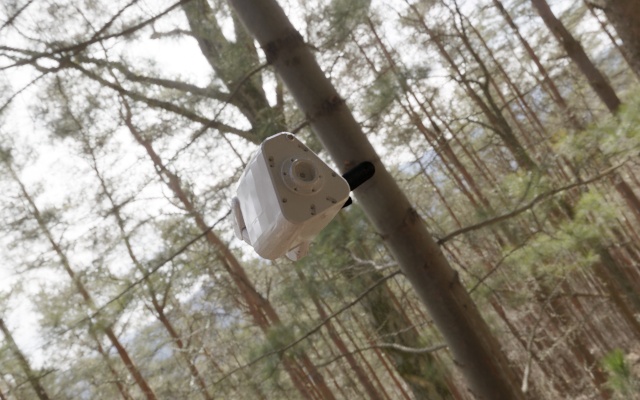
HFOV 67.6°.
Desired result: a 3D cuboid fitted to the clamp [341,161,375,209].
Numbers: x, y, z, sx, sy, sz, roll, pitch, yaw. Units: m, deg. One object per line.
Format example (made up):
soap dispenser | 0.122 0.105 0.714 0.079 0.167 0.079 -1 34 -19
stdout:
clamp | 0.000 0.002 0.660 0.171 0.039 0.120 -28 -19 -33
